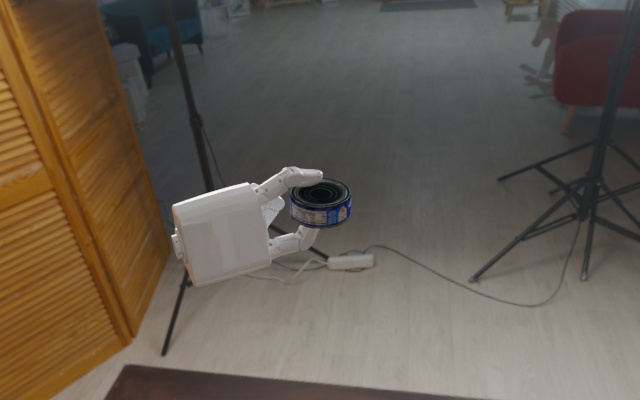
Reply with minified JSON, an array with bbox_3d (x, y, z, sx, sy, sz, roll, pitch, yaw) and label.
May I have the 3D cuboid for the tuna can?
[{"bbox_3d":[0.000,0.002,0.659,0.086,0.034,0.086,0,30,0],"label":"tuna can"}]
